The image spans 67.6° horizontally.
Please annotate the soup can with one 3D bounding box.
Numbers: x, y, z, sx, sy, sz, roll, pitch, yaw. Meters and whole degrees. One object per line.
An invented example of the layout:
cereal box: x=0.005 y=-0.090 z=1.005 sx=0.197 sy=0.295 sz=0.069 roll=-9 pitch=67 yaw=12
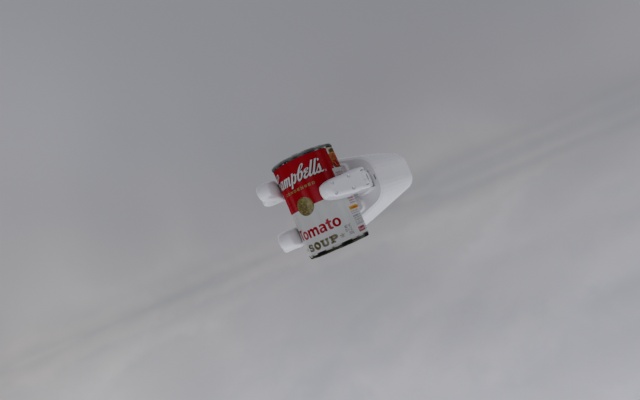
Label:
soup can: x=0.000 y=0.002 z=0.494 sx=0.068 sy=0.102 sz=0.068 roll=-23 pitch=-4 yaw=-2
